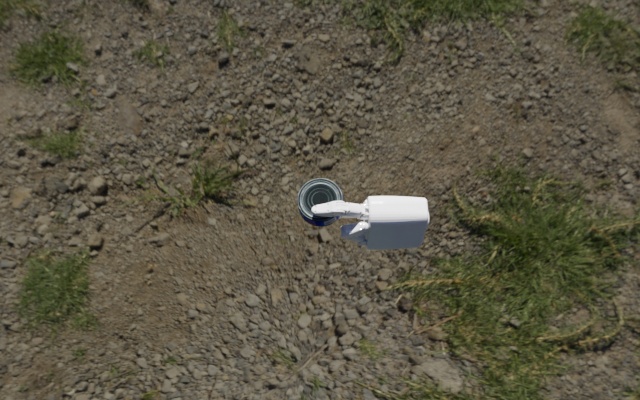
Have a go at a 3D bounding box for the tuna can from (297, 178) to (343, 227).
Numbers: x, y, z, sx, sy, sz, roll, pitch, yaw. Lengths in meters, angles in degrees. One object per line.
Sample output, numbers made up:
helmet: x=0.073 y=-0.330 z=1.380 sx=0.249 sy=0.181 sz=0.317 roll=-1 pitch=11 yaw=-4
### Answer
tuna can: x=0.000 y=0.003 z=0.881 sx=0.086 sy=0.086 sz=0.034 roll=0 pitch=-19 yaw=4
